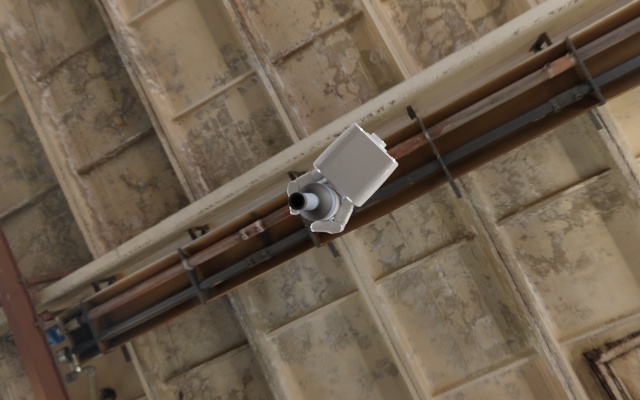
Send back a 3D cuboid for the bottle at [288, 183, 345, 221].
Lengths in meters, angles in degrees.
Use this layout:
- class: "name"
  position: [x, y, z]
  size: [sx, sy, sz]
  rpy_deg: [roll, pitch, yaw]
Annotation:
- class: "bottle"
  position: [0.000, 0.003, 0.859]
  size: [0.069, 0.069, 0.296]
  rpy_deg: [0, -1, 14]
